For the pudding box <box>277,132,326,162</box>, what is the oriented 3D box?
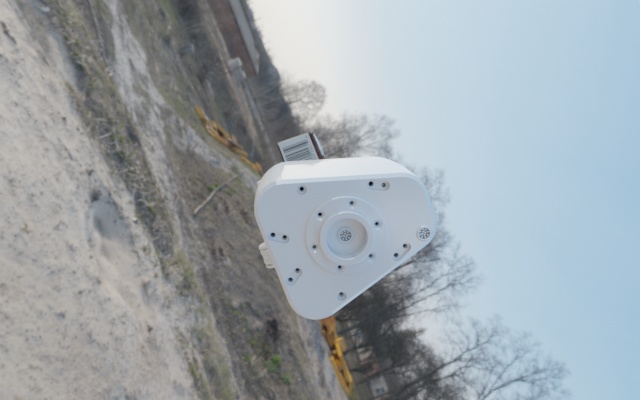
[{"bbox_3d":[0.000,0.001,0.467,0.039,0.113,0.090,-20,-19,2],"label":"pudding box"}]
